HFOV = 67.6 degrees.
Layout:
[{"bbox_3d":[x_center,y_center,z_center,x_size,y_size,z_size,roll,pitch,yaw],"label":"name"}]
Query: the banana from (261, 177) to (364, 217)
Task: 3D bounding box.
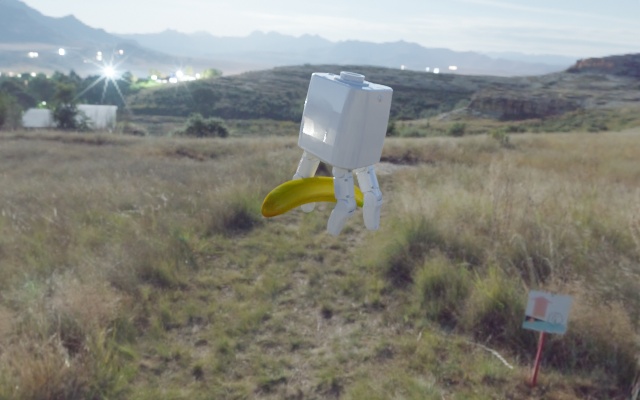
[{"bbox_3d":[-0.007,-0.007,0.678,0.198,0.037,0.069,-2,31,-36],"label":"banana"}]
